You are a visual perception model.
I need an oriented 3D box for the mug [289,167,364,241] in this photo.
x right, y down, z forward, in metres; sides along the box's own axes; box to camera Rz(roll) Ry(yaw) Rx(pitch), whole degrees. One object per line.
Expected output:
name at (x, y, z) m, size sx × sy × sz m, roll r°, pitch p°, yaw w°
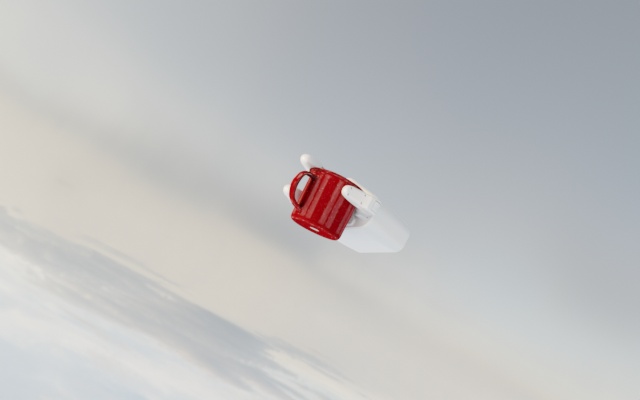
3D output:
mug at (-0.001, 0.002, 0.706) m, size 0.117 × 0.081 × 0.093 m, roll 35°, pitch -14°, yaw -38°
